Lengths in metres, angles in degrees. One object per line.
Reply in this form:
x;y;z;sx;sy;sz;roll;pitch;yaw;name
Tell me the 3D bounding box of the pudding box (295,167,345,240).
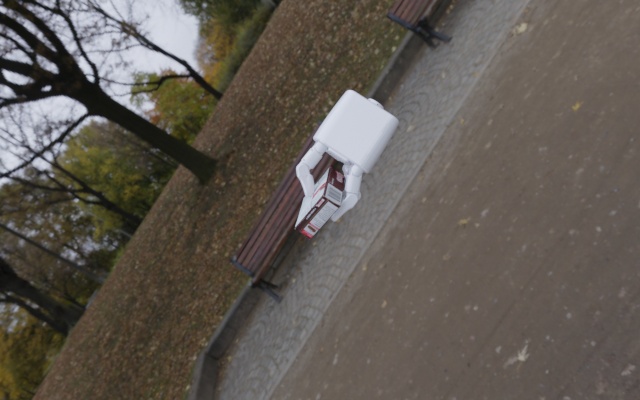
0.000;0.003;0.844;0.039;0.090;0.113;34;28;-10;pudding box
